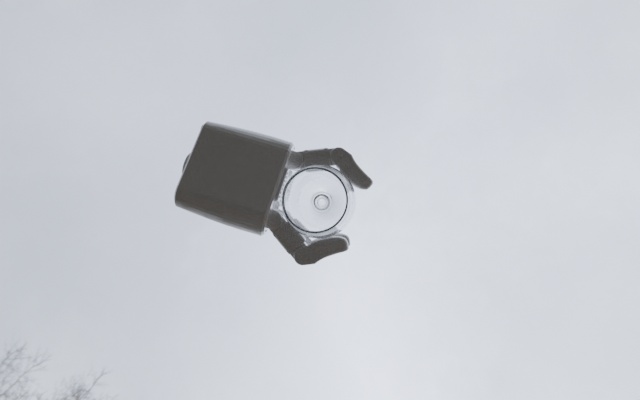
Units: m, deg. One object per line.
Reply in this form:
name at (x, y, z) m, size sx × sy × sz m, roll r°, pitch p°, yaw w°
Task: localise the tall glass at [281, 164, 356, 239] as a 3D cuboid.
tall glass at (0.000, 0.002, 0.541) m, size 0.079 × 0.079 × 0.201 m, roll 0°, pitch -1°, yaw 3°
